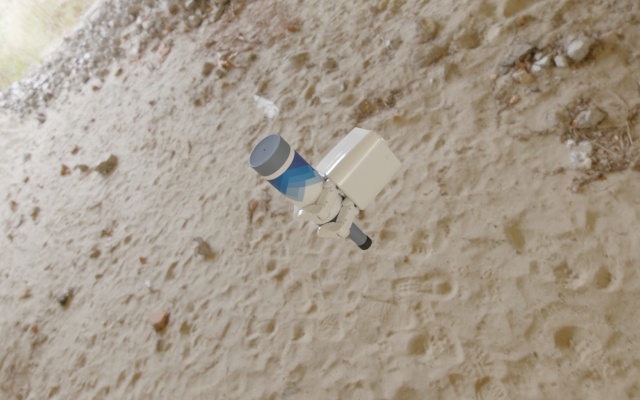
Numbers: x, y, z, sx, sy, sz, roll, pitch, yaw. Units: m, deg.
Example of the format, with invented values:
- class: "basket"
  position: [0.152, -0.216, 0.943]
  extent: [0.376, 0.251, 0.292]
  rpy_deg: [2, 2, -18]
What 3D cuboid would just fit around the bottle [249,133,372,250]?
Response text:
- class: "bottle"
  position: [0.000, 0.003, 0.824]
  extent: [0.069, 0.069, 0.296]
  rpy_deg: [0, -33, 45]
